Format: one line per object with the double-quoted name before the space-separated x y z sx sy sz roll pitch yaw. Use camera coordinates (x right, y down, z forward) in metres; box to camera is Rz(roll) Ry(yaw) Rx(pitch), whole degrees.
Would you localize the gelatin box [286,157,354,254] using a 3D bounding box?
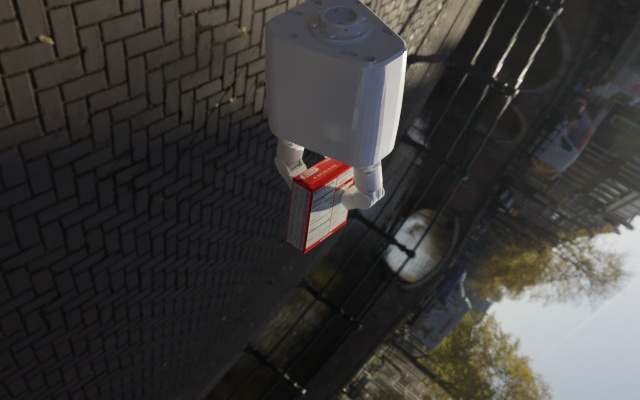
"gelatin box" 0.000 0.002 0.505 0.030 0.089 0.073 31 44 27
